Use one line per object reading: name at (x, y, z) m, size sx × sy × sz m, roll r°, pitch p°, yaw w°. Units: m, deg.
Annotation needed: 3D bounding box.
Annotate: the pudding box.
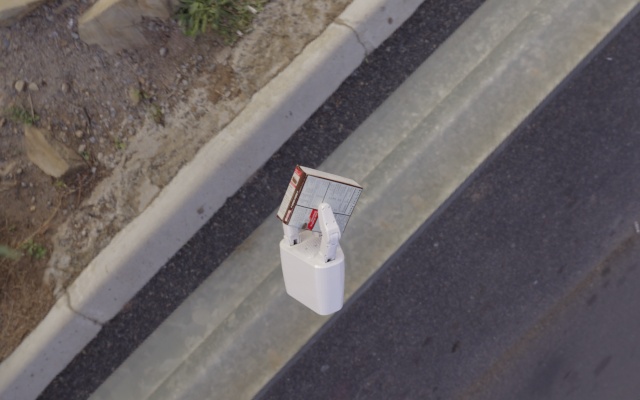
pudding box at (0.000, 0.003, 0.740) m, size 0.113 × 0.090 × 0.039 m, roll 12°, pitch 17°, yaw -36°
